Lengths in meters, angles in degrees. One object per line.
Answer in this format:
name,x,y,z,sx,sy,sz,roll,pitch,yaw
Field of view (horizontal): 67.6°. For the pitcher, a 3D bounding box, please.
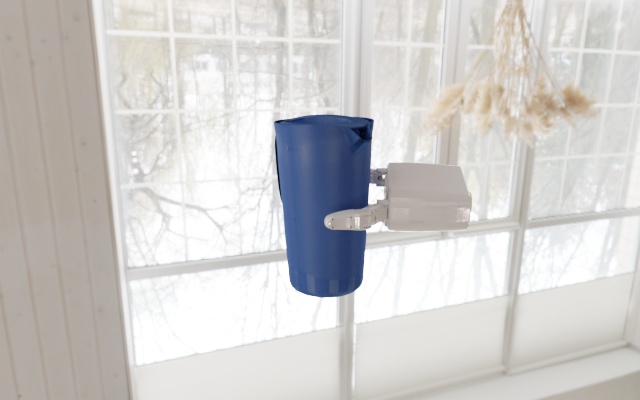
pitcher,0.000,0.002,0.668,0.145,0.243,0.149,1,14,4
